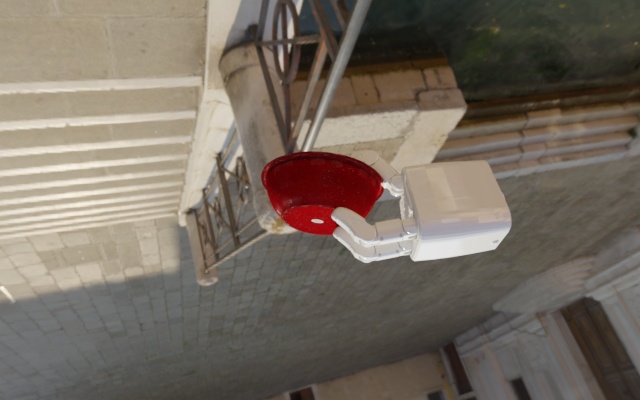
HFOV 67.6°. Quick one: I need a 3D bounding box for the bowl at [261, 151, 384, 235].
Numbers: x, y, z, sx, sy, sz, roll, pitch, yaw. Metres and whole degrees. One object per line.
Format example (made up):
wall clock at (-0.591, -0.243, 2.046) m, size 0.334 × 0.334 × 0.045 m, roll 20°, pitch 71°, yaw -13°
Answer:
bowl at (-0.001, 0.002, 0.612) m, size 0.162 × 0.055 × 0.162 m, roll 5°, pitch -26°, yaw 2°
